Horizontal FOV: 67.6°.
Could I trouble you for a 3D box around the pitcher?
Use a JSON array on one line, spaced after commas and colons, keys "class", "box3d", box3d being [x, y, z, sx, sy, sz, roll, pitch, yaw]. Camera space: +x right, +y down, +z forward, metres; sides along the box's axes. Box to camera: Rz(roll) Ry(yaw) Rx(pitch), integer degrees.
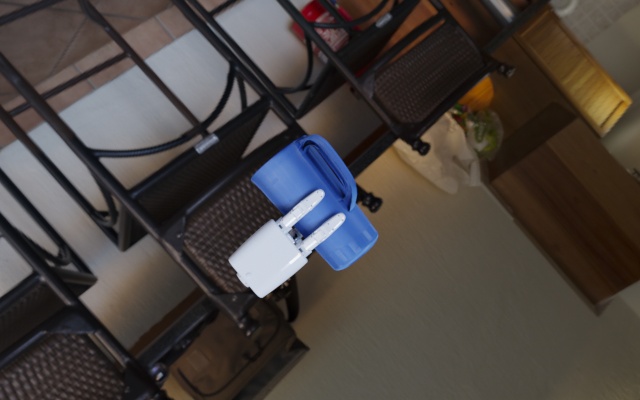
[{"class": "pitcher", "box3d": [0.000, 0.003, 0.887, 0.145, 0.243, 0.149, -40, 1, -4]}]
